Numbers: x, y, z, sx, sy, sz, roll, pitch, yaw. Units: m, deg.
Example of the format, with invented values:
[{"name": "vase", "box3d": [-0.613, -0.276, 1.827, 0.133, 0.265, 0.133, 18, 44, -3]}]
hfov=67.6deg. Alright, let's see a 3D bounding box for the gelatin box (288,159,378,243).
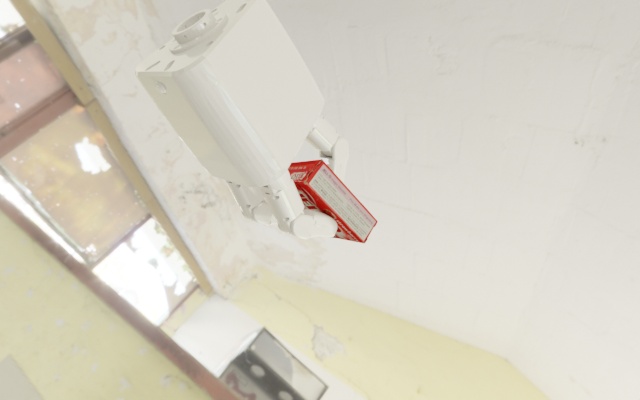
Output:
[{"name": "gelatin box", "box3d": [0.001, 0.001, 0.455, 0.089, 0.030, 0.073, 45, -22, -27]}]
